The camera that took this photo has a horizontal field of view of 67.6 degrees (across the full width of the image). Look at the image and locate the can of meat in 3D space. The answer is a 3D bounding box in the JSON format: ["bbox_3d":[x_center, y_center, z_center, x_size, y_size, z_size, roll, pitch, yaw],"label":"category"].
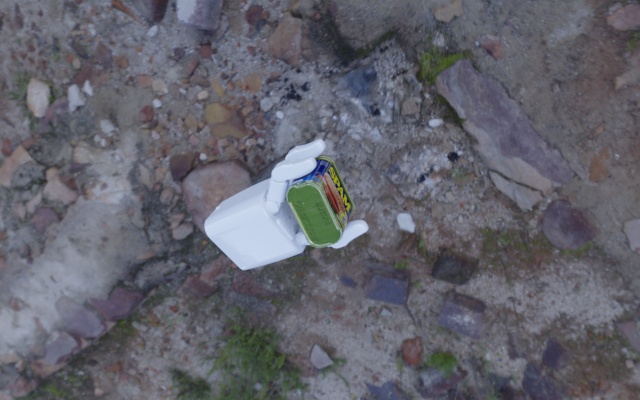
[{"bbox_3d":[0.000,0.002,0.653,0.057,0.102,0.084,-18,21,22],"label":"can of meat"}]
